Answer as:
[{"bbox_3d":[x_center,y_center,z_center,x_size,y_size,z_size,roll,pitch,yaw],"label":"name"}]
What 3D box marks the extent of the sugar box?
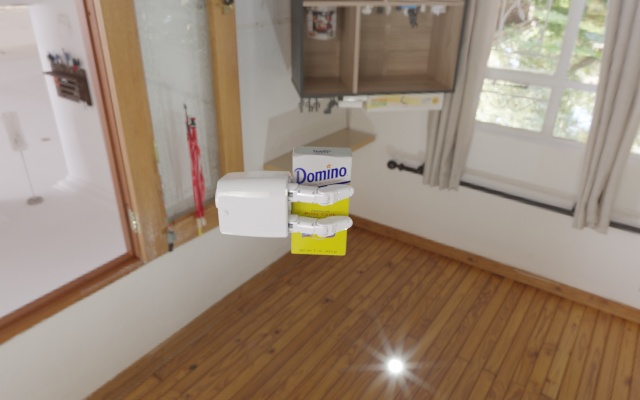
[{"bbox_3d":[0.000,0.003,0.771,0.093,0.176,0.048,1,28,-1],"label":"sugar box"}]
